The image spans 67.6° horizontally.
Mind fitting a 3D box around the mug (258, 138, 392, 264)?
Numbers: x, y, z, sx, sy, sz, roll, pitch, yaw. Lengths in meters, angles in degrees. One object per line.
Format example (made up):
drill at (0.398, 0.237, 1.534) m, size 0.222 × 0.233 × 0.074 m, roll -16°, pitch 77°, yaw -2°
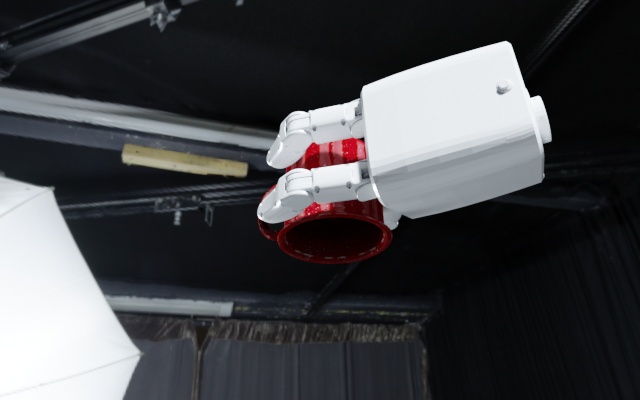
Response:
mug at (-0.001, 0.002, 0.412) m, size 0.117 × 0.081 × 0.093 m, roll -13°, pitch -32°, yaw 20°
